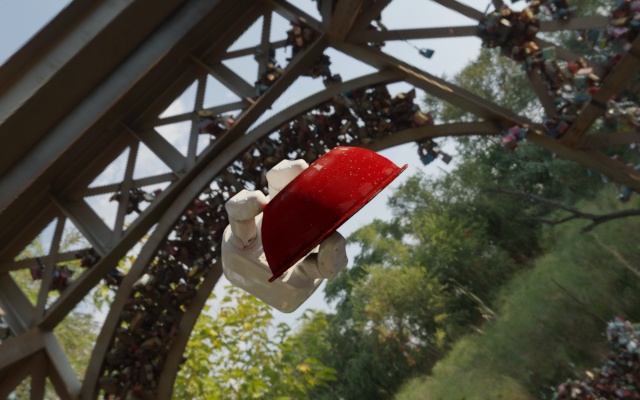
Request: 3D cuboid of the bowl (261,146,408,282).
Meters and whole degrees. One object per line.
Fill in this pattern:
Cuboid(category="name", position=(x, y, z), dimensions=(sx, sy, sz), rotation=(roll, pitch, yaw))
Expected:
Cuboid(category="bowl", position=(0.000, 0.000, 0.430), dimensions=(0.162, 0.055, 0.162), rotation=(-40, -2, -2))
